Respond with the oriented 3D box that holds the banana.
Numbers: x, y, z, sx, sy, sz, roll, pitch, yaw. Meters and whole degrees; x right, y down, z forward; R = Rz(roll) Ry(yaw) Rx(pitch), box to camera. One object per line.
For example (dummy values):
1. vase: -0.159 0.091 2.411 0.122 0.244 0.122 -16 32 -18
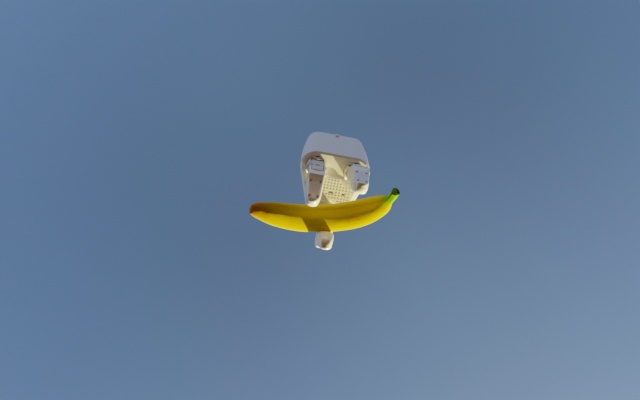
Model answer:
1. banana: 0.007 0.014 0.636 0.198 0.037 0.070 -8 -44 10
